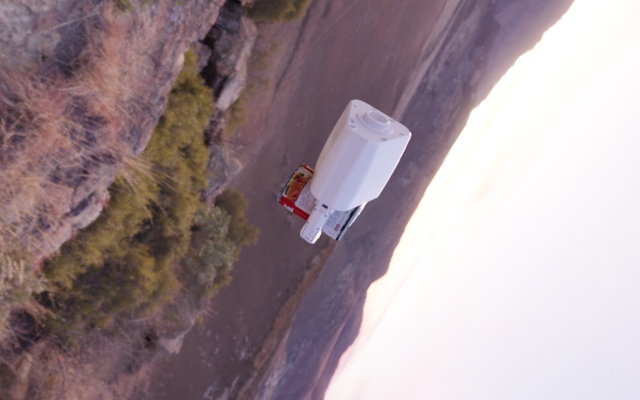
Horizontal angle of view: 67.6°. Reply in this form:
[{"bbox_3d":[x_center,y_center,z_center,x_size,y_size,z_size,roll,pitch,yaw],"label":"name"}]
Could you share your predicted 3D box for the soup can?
[{"bbox_3d":[0.000,0.003,0.674,0.102,0.068,0.068,32,5,7],"label":"soup can"}]
